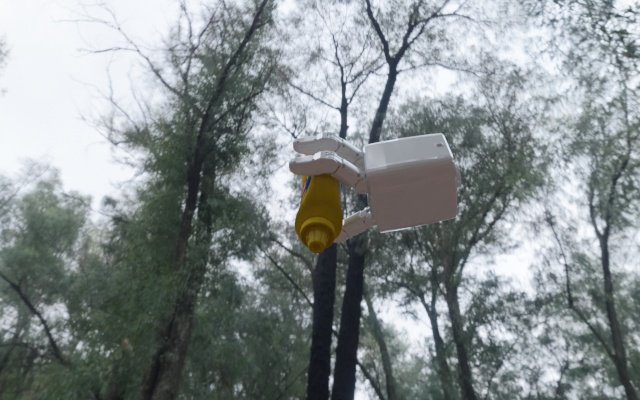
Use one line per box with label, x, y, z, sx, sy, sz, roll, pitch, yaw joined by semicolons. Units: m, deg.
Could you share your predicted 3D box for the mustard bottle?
mustard bottle;0.000;0.002;0.616;0.058;0.096;0.191;10;32;-4
